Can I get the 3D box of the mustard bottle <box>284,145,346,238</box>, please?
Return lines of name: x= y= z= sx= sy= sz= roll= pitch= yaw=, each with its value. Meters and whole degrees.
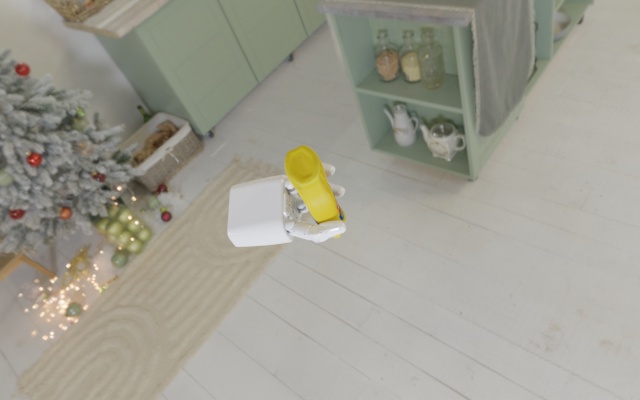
mustard bottle: x=0.000 y=0.002 z=0.809 sx=0.058 sy=0.096 sz=0.192 roll=-26 pitch=-45 yaw=0
